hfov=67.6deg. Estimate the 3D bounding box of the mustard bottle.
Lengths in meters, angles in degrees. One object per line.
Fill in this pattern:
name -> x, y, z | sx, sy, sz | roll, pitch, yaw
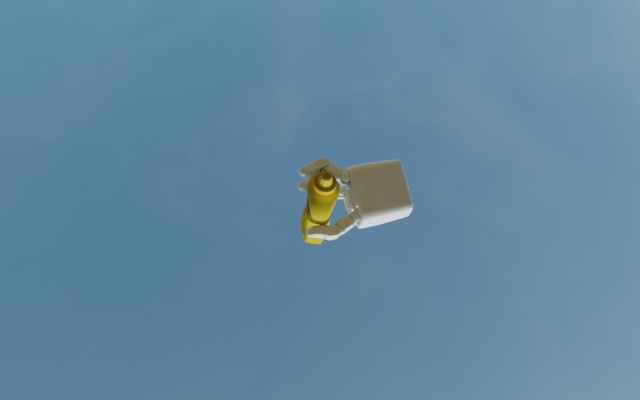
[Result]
mustard bottle -> 0.000, 0.003, 0.888 | 0.058, 0.096, 0.192 | 10, -28, -3
